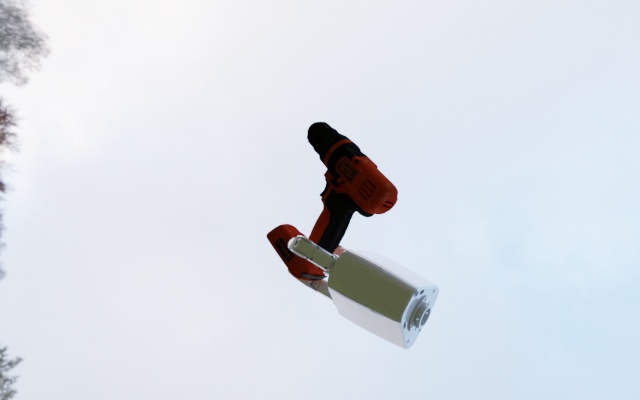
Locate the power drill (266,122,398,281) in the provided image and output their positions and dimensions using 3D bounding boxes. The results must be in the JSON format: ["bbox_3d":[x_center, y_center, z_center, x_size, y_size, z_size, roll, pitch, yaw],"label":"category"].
[{"bbox_3d":[0.000,0.003,0.662,0.057,0.188,0.184,12,28,-44],"label":"power drill"}]
